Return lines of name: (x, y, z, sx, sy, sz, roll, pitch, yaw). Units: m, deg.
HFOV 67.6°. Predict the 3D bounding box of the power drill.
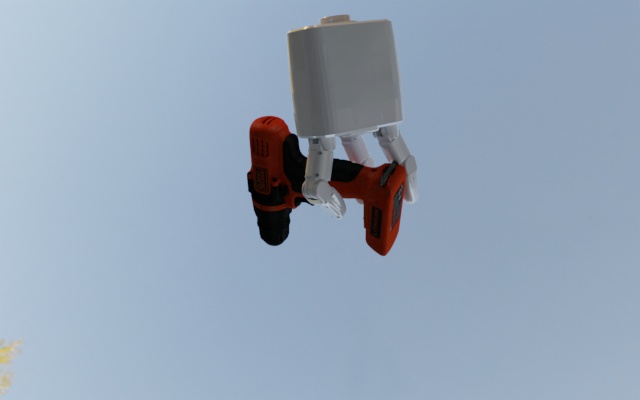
power drill: (0.001, 0.002, 0.567, 0.187, 0.185, 0.057, 16, 41, 19)
